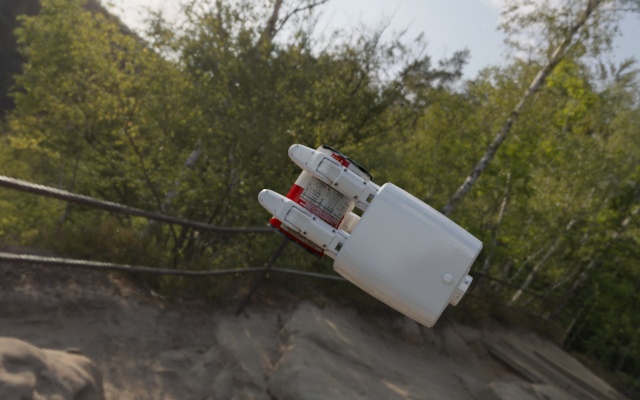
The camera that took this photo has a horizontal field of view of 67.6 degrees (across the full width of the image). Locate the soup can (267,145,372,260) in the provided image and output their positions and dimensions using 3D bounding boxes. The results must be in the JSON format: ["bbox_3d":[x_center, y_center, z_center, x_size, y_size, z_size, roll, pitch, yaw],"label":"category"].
[{"bbox_3d":[0.000,0.001,0.501,0.068,0.102,0.068,33,-3,2],"label":"soup can"}]
